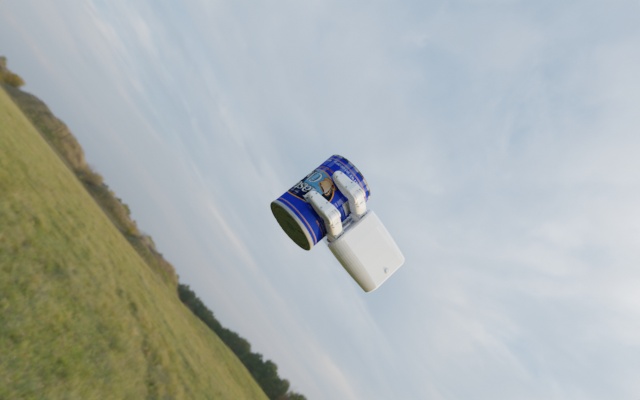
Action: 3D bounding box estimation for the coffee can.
[{"bbox_3d":[0.000,0.003,0.814,0.140,0.103,0.103,-39,15,-19],"label":"coffee can"}]
